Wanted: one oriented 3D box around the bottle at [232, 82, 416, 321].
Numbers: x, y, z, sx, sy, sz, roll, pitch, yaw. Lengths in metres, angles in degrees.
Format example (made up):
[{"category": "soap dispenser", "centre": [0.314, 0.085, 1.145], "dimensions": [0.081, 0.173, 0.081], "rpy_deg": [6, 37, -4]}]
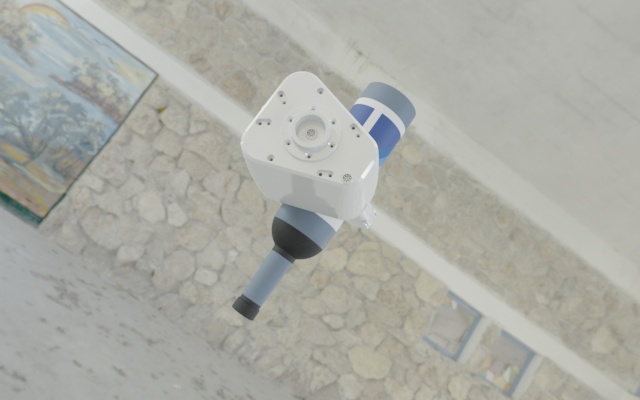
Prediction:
[{"category": "bottle", "centre": [0.000, 0.002, 0.533], "dimensions": [0.069, 0.295, 0.069], "rpy_deg": [34, -10, 7]}]
